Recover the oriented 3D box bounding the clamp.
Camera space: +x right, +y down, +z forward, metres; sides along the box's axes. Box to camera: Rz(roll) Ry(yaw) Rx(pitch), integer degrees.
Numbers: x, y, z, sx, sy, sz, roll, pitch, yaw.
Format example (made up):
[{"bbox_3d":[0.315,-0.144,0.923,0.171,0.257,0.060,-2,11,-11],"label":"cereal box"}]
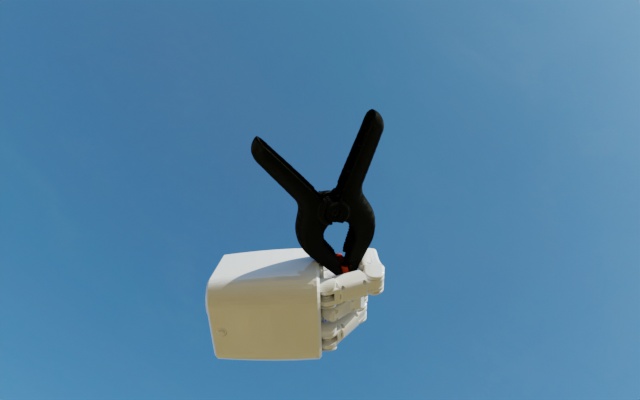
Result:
[{"bbox_3d":[0.000,0.001,0.455,0.120,0.171,0.039,-4,23,-3],"label":"clamp"}]
